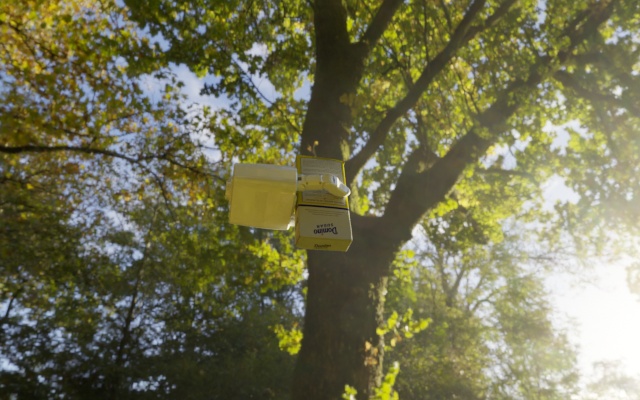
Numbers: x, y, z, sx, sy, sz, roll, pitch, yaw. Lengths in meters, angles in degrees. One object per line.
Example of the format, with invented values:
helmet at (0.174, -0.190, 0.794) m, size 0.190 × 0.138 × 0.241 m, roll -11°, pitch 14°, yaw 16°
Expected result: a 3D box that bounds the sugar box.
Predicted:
sugar box at (0.000, 0.003, 0.844) m, size 0.093 × 0.176 × 0.048 m, roll 6°, pitch -34°, yaw -12°
